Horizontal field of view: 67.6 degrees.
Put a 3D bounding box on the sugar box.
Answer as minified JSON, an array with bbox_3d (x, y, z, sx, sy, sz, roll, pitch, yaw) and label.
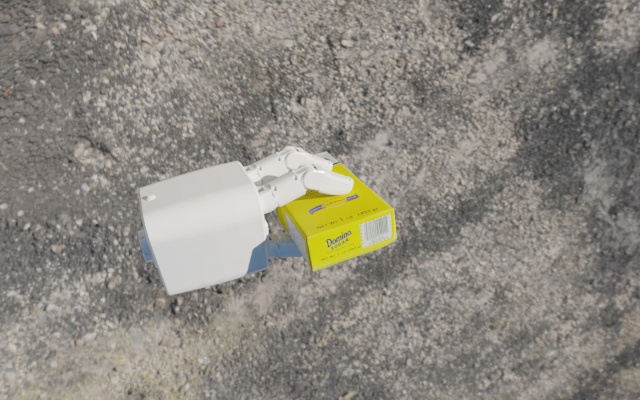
[{"bbox_3d":[0.000,0.001,0.522,0.093,0.048,0.176,-17,32,-16],"label":"sugar box"}]
